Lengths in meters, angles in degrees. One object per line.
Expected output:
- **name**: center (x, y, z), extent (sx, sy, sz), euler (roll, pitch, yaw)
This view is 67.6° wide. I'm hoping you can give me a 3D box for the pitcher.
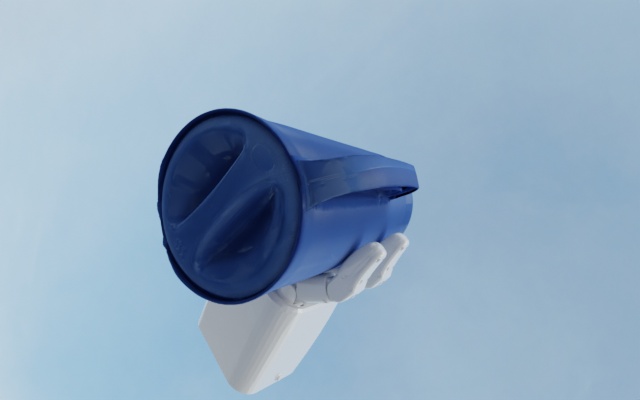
- **pitcher**: center (0.000, 0.001, 0.415), extent (0.149, 0.145, 0.243), euler (35, 18, 26)
